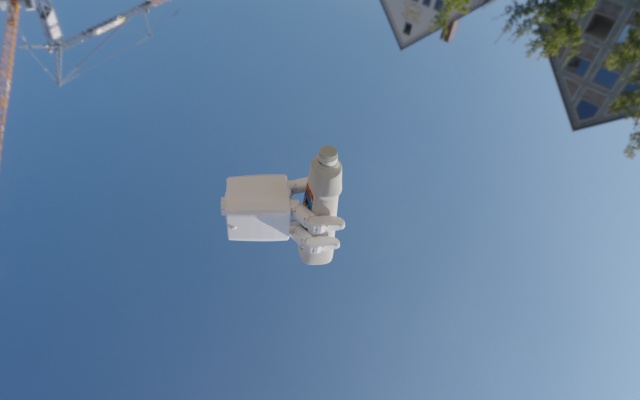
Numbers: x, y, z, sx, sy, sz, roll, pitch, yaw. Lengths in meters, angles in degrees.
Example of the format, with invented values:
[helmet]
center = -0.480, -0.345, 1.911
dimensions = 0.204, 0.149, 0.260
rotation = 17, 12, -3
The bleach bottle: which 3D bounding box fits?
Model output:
[bleach bottle]
center = 0.000, 0.003, 0.830
dimensions = 0.068, 0.102, 0.251
rotation = -2, -42, -9
